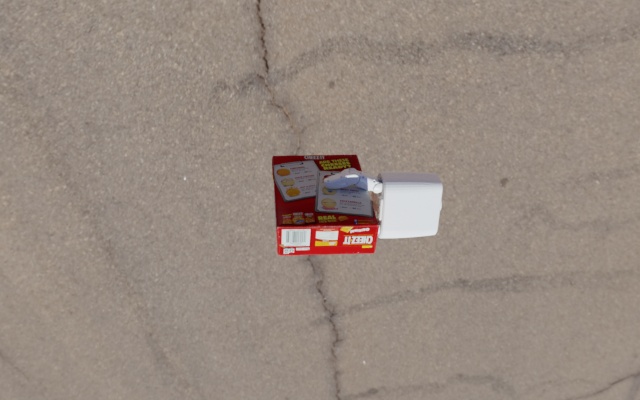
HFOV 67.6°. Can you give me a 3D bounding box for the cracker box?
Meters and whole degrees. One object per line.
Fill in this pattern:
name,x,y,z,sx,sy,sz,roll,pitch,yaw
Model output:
cracker box,0.000,0.003,0.841,0.164,0.072,0.213,-1,37,-7
